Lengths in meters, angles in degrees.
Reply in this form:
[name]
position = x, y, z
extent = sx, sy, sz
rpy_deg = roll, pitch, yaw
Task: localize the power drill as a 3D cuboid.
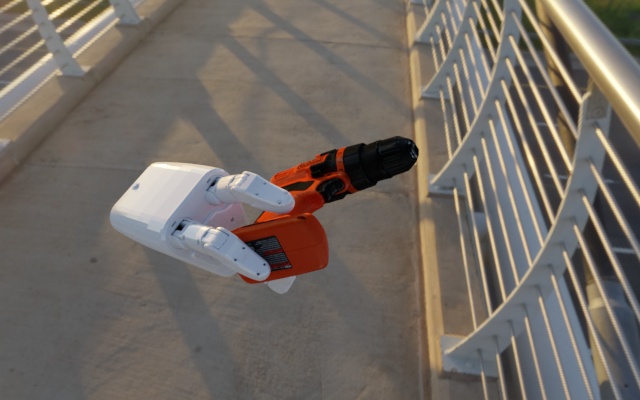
[power drill]
position = 0.000, 0.002, 0.485
extent = 0.184, 0.057, 0.187
rpy_deg = -18, 19, 30
